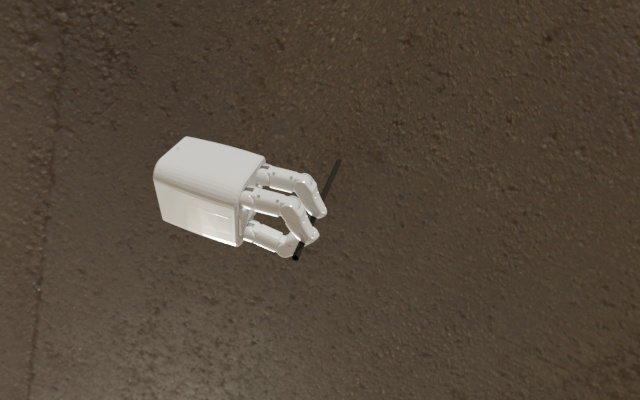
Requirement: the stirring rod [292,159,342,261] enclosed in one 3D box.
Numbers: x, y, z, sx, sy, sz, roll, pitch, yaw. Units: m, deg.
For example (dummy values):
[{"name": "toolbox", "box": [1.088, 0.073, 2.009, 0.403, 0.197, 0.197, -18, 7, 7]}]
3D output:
[{"name": "stirring rod", "box": [0.000, 0.002, 0.633, 0.011, 0.011, 0.239, 0, 31, 16]}]
